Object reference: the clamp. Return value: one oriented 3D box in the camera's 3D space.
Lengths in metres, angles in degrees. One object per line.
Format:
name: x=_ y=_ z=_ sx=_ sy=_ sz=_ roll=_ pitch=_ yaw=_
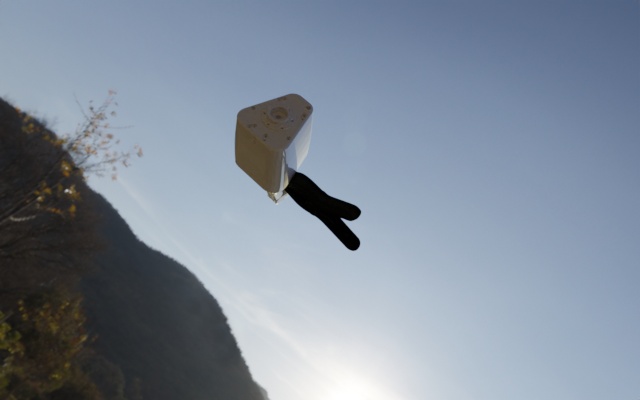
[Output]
clamp: x=0.000 y=0.002 z=0.742 sx=0.171 sy=0.039 sz=0.120 roll=38 pitch=-27 yaw=13
